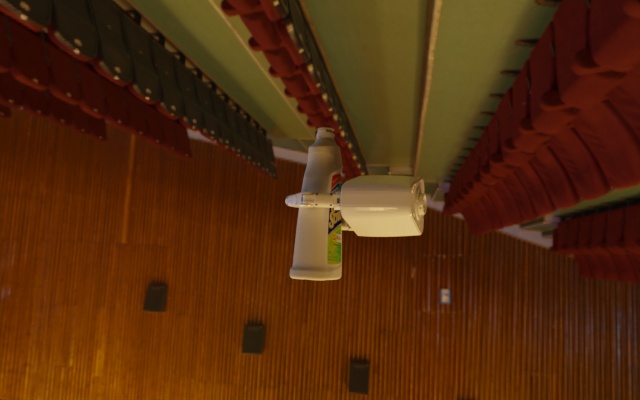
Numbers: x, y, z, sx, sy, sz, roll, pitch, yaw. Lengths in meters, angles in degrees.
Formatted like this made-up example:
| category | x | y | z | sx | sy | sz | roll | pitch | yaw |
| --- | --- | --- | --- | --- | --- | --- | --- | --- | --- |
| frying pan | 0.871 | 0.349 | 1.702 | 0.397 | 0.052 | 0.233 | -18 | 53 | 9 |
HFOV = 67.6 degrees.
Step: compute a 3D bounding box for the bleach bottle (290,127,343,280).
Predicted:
| category | x | y | z | sx | sy | sz | roll | pitch | yaw |
| --- | --- | --- | --- | --- | --- | --- | --- | --- | --- |
| bleach bottle | 0.000 | 0.003 | 0.789 | 0.068 | 0.251 | 0.102 | 0 | -7 | 23 |
